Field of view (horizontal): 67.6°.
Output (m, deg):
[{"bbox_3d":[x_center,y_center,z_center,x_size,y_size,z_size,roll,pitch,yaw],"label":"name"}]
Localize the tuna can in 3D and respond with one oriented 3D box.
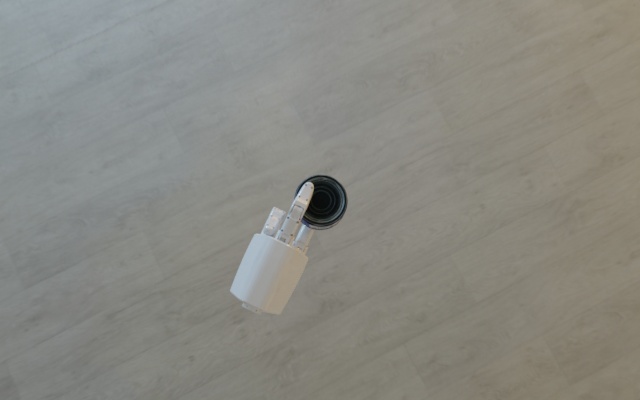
[{"bbox_3d":[0.000,0.002,0.763,0.086,0.086,0.034,0,-13,-4],"label":"tuna can"}]
